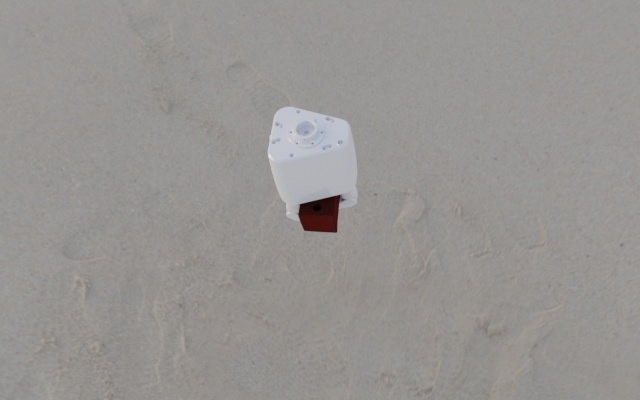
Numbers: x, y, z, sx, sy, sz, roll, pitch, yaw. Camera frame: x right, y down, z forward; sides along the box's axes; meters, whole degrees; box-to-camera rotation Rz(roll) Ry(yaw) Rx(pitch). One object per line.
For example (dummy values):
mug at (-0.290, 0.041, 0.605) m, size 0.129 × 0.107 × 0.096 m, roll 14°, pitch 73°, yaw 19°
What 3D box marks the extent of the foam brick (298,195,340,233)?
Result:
foam brick at (0.000, 0.003, 0.716) m, size 0.053 × 0.078 × 0.051 m, roll 1°, pitch -29°, yaw 10°
